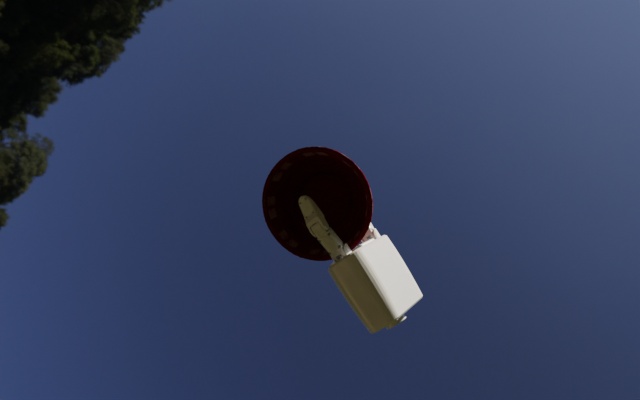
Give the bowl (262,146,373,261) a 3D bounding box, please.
[{"bbox_3d":[0.000,0.001,0.689,0.162,0.162,0.055,0,9,16],"label":"bowl"}]
